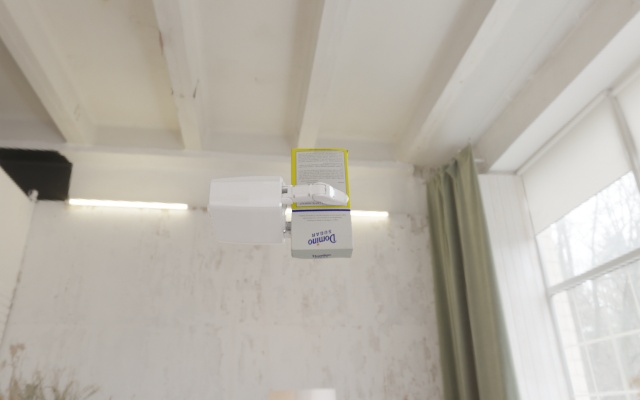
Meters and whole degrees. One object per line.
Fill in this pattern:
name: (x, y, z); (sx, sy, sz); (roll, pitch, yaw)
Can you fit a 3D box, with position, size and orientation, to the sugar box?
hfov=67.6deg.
sugar box: (0.000, 0.003, 0.743); (0.093, 0.176, 0.048); (0, -25, -1)
